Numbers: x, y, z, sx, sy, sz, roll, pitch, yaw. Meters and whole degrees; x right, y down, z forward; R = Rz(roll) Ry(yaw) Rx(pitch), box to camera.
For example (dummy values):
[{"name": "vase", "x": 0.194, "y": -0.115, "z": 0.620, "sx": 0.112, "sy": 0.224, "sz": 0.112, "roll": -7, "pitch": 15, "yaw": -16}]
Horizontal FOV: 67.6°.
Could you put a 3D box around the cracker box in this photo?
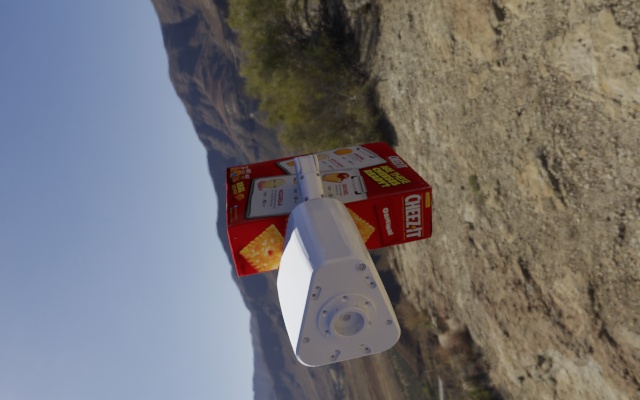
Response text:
[{"name": "cracker box", "x": 0.000, "y": 0.002, "z": 0.562, "sx": 0.213, "sy": 0.072, "sz": 0.164, "roll": -10, "pitch": 26, "yaw": -7}]
